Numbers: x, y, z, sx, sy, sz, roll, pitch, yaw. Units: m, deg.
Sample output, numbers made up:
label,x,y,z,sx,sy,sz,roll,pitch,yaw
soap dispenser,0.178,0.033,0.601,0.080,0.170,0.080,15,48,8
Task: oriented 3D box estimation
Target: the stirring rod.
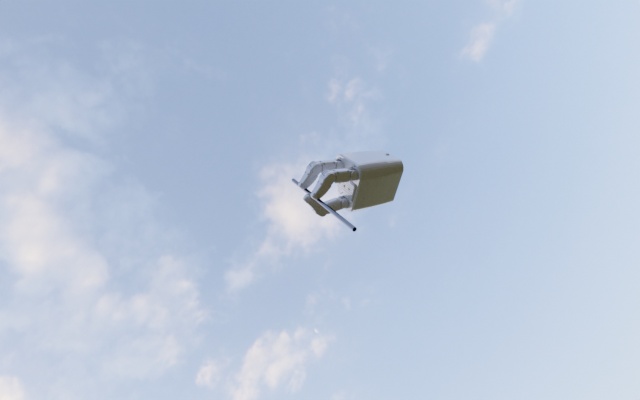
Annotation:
label,x,y,z,sx,sy,sz,roll,pitch,yaw
stirring rod,0.000,0.003,0.879,0.011,0.011,0.239,0,22,-30
